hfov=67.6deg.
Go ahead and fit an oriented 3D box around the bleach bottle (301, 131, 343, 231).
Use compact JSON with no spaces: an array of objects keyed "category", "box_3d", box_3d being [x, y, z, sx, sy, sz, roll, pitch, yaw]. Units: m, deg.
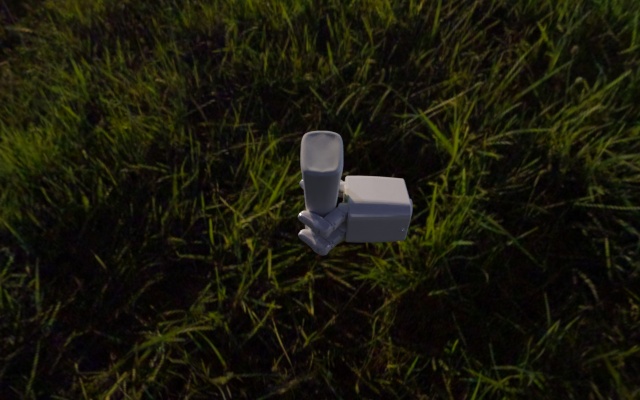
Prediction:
[{"category":"bleach bottle","box_3d":[0.000,0.003,0.842,0.068,0.102,0.251,1,-39,0]}]
